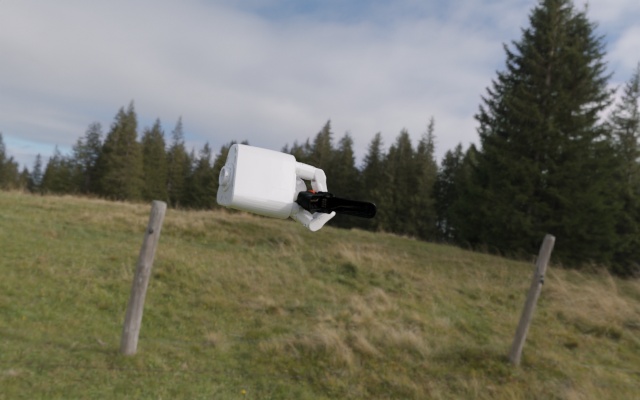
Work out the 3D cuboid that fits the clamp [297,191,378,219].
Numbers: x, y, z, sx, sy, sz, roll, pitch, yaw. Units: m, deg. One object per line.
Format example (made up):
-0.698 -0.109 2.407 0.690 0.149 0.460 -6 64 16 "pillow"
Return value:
0.000 0.002 0.776 0.120 0.039 0.171 13 -3 -28 "clamp"
